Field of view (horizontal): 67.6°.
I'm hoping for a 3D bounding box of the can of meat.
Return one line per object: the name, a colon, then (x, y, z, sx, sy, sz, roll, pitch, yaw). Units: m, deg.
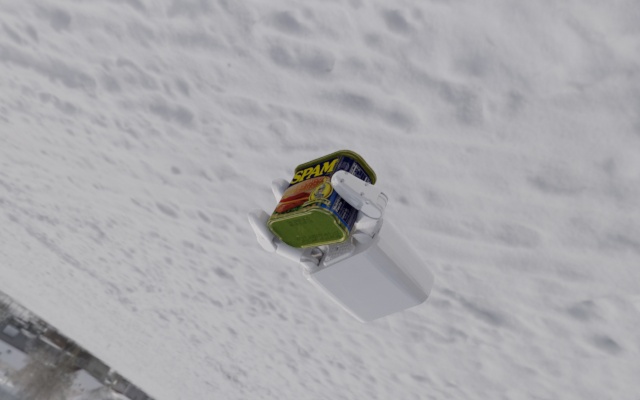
can of meat: (0.000, 0.002, 0.514, 0.102, 0.084, 0.057, -15, -52, 44)
